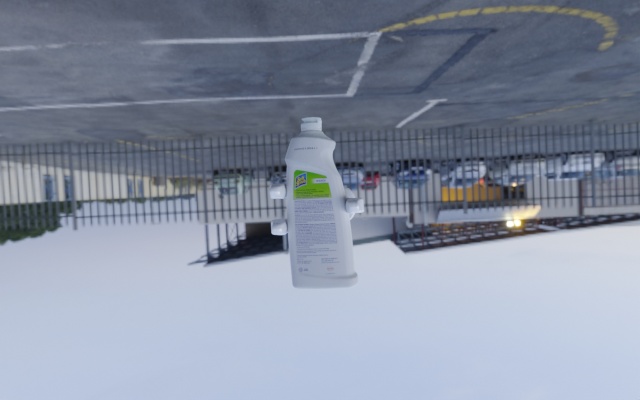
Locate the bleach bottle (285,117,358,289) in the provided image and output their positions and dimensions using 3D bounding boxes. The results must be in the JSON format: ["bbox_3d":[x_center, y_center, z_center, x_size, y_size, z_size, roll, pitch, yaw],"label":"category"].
[{"bbox_3d":[0.000,0.002,0.715,0.102,0.251,0.068,-2,1,6],"label":"bleach bottle"}]
